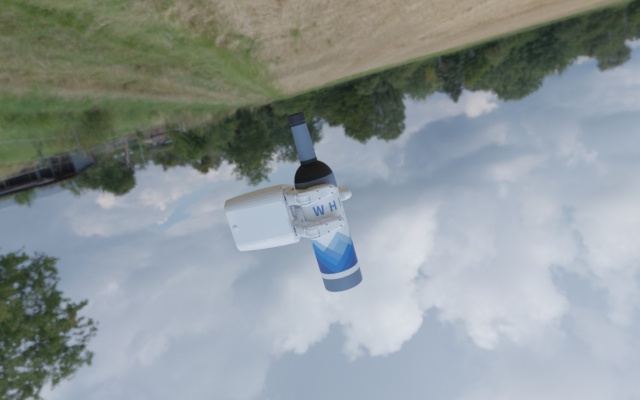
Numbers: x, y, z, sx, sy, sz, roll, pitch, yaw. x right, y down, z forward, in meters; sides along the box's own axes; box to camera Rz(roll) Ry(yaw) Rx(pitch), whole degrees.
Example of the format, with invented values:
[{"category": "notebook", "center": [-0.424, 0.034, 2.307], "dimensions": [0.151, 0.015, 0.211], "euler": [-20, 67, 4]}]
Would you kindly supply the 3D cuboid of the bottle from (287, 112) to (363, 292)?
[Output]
[{"category": "bottle", "center": [0.000, 0.003, 0.780], "dimensions": [0.069, 0.296, 0.069], "euler": [-15, 13, 4]}]
